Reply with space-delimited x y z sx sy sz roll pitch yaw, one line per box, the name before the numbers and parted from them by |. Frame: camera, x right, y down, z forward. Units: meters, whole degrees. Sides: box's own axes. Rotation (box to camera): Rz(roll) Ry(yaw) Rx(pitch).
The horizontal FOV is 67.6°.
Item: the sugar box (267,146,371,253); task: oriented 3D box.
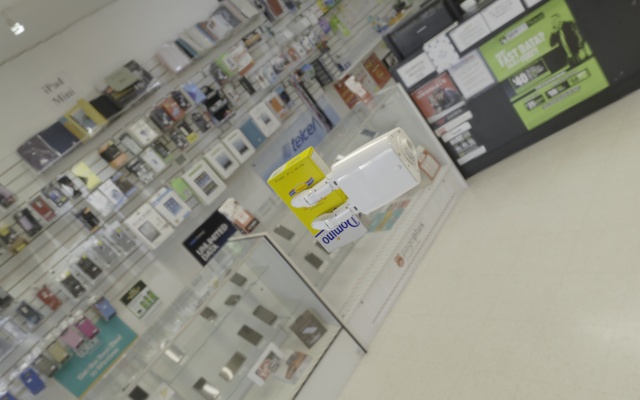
sugar box | 0.000 0.003 0.825 0.093 0.176 0.048 -31 19 27
